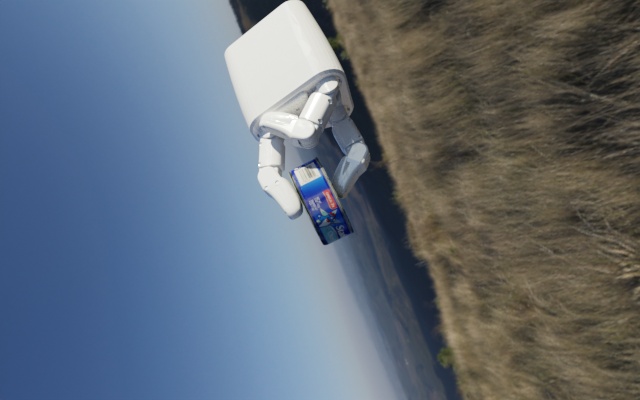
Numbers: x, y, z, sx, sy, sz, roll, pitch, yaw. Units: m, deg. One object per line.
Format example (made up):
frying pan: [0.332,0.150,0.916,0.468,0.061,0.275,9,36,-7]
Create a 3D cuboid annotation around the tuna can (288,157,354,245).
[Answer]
tuna can: [0.000,0.002,0.484,0.034,0.086,0.086,-26,0,-1]
